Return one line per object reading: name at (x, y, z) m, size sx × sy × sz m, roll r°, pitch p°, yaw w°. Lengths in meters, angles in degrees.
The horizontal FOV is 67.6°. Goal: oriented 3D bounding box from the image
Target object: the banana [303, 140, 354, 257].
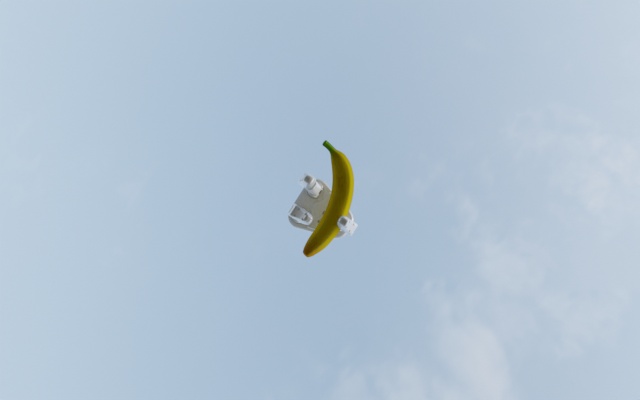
banana at (0.019, 0.002, 0.808) m, size 0.069 × 0.198 × 0.037 m, roll 10°, pitch -1°, yaw -9°
